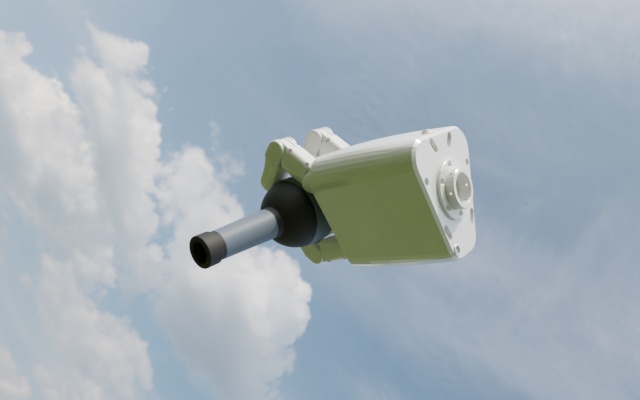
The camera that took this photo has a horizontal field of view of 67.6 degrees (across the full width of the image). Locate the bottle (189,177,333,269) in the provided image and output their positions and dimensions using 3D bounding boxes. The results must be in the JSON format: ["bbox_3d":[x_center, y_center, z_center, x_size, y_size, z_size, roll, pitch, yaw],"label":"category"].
[{"bbox_3d":[0.000,0.002,0.477,0.069,0.069,0.295,0,15,42],"label":"bottle"}]
